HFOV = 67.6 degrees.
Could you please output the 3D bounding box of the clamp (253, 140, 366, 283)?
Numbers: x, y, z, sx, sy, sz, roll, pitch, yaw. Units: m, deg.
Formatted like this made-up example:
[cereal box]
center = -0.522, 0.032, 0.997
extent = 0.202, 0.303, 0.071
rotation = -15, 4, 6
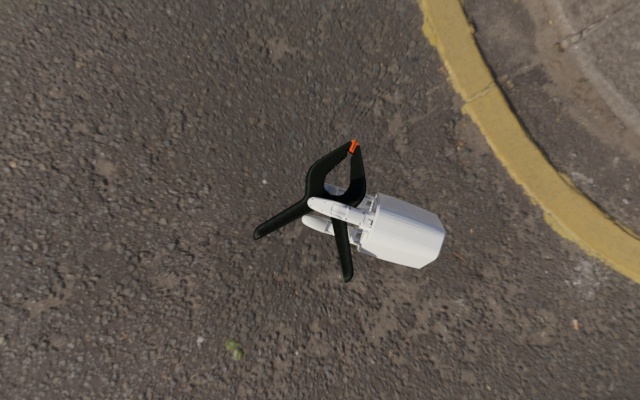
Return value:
[clamp]
center = 0.001, 0.002, 0.729
extent = 0.164, 0.210, 0.036
rotation = 18, -2, 0
